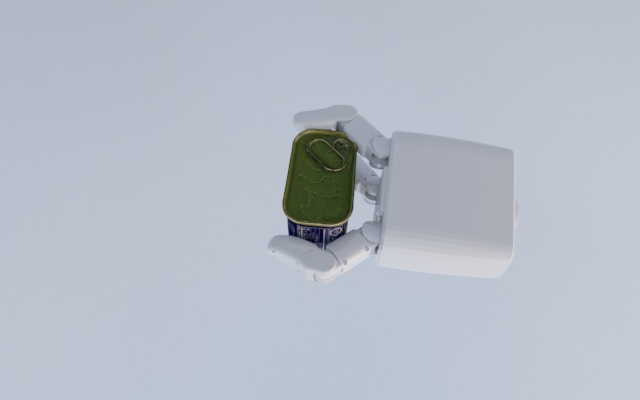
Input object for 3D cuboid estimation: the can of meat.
[{"bbox_3d":[0.000,0.002,0.432,0.057,0.102,0.084,5,-36,2],"label":"can of meat"}]
